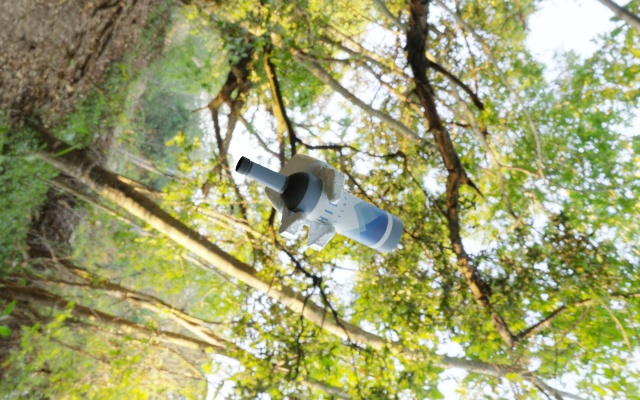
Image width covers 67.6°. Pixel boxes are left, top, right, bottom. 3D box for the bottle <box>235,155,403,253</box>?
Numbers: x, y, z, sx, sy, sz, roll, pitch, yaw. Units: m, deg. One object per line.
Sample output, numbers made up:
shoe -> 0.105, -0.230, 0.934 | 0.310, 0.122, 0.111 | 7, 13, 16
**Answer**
bottle -> 0.000, 0.003, 0.767 | 0.296, 0.069, 0.069 | 25, -11, -25
